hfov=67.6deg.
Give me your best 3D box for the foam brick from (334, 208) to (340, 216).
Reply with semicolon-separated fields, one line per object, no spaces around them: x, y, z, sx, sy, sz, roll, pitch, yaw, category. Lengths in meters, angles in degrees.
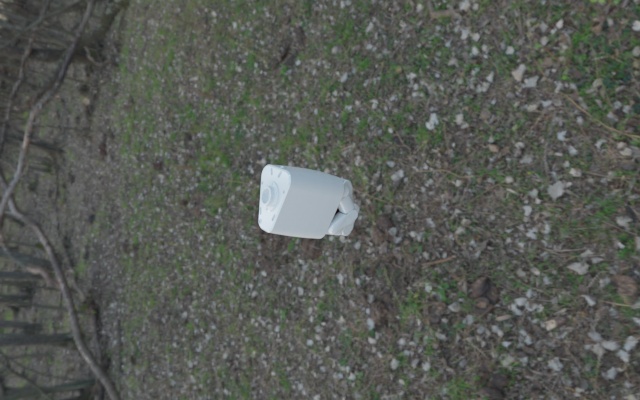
0.000;0.003;0.869;0.051;0.053;0.078;7;9;-36;foam brick
